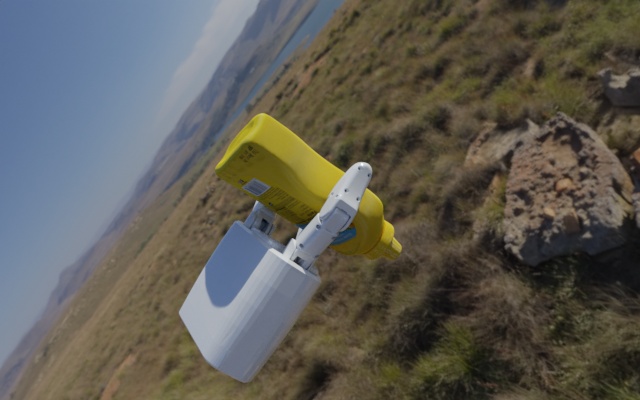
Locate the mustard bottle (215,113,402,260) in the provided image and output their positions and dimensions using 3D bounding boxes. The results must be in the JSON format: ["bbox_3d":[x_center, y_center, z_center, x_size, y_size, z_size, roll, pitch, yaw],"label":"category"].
[{"bbox_3d":[0.000,0.001,0.447,0.192,0.058,0.096,35,-29,-17],"label":"mustard bottle"}]
